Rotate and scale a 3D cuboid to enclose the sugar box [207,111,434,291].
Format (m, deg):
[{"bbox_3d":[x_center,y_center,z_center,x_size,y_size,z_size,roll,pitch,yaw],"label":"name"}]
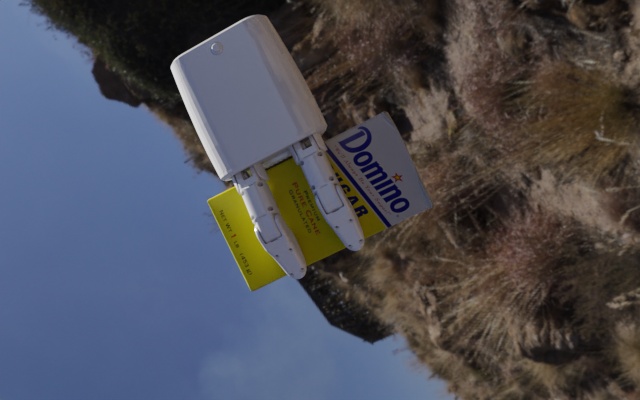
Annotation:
[{"bbox_3d":[0.000,0.001,0.425,0.176,0.093,0.048,-27,0,9],"label":"sugar box"}]
